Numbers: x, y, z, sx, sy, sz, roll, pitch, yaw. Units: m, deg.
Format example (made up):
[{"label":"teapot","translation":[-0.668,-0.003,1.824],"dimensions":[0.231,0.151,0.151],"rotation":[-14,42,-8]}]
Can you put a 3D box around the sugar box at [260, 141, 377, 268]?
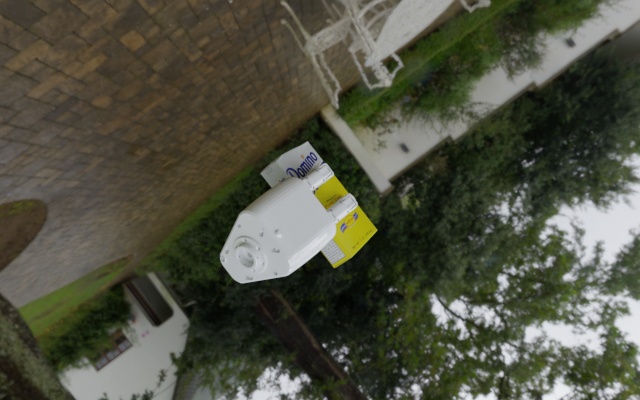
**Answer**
[{"label":"sugar box","translation":[0.000,0.002,0.709],"dimensions":[0.048,0.176,0.093],"rotation":[-35,2,39]}]
